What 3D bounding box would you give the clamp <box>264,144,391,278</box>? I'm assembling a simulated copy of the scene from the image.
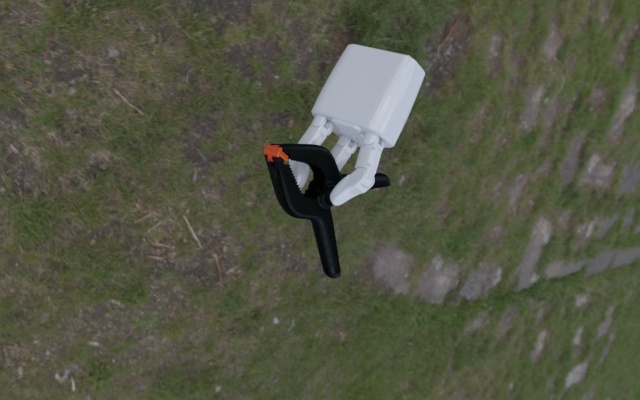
[{"bbox_3d":[0.000,0.002,0.609,0.036,0.164,0.210,16,-11,46],"label":"clamp"}]
